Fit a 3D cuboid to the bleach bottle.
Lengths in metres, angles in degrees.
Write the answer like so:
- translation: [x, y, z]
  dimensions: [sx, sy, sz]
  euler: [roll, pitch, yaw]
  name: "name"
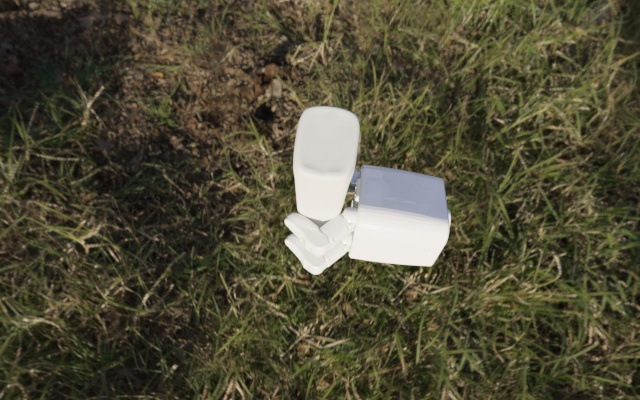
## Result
- translation: [0.000, 0.002, 0.607]
  dimensions: [0.068, 0.102, 0.251]
  euler: [8, -31, 1]
  name: "bleach bottle"
